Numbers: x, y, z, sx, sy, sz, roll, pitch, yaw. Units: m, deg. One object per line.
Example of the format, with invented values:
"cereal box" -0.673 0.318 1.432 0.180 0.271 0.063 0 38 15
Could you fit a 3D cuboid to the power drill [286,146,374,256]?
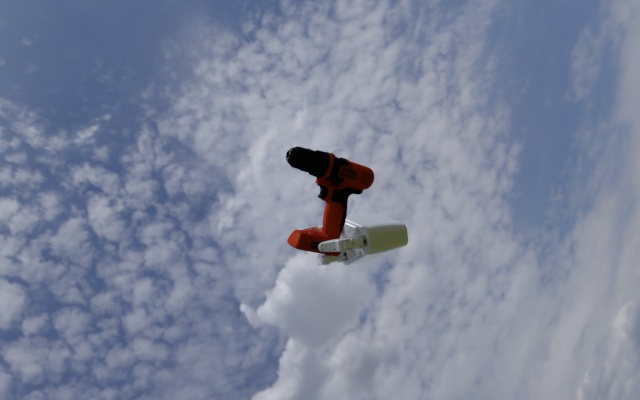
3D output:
"power drill" 0.000 0.003 0.898 0.184 0.187 0.057 15 7 -26
